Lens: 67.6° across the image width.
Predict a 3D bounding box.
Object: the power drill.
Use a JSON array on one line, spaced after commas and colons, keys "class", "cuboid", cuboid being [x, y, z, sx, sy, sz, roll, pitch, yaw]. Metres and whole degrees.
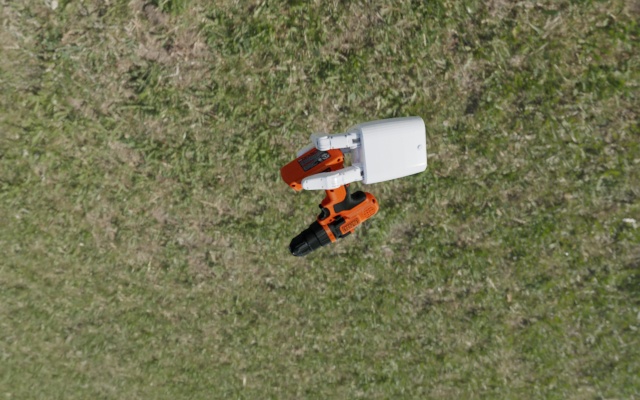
[{"class": "power drill", "cuboid": [0.000, 0.002, 0.834, 0.184, 0.188, 0.057, -33, 46, -5]}]
